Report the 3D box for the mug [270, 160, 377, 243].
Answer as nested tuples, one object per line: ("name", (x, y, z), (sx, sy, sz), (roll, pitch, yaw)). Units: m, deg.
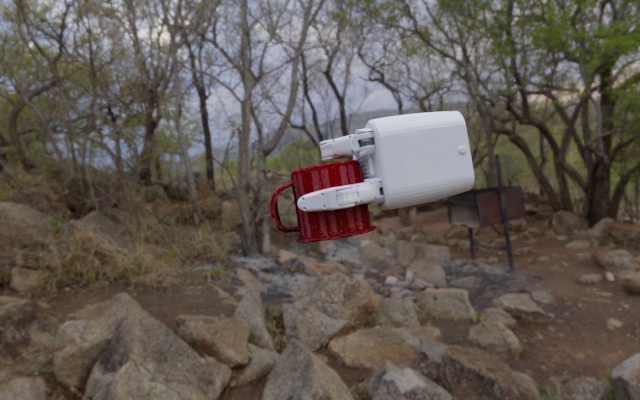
("mug", (-0.001, 0.002, 0.543), (0.117, 0.081, 0.093), (-10, 1, -12))
